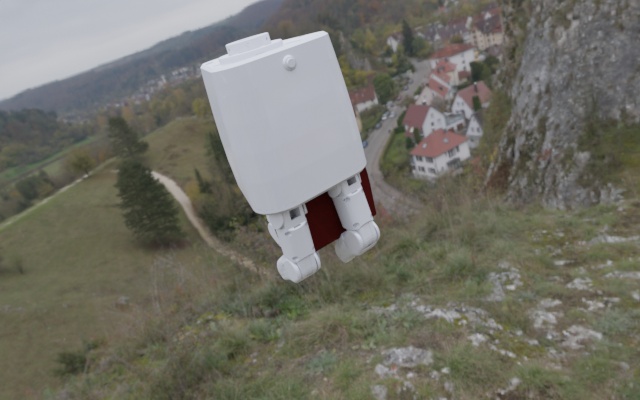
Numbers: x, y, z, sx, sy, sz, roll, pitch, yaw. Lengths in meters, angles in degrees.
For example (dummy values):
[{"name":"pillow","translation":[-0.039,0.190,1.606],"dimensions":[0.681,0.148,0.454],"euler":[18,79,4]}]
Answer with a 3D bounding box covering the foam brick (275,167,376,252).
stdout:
[{"name":"foam brick","translation":[0.000,0.001,0.412],"dimensions":[0.078,0.051,0.053],"euler":[-29,27,-27]}]
